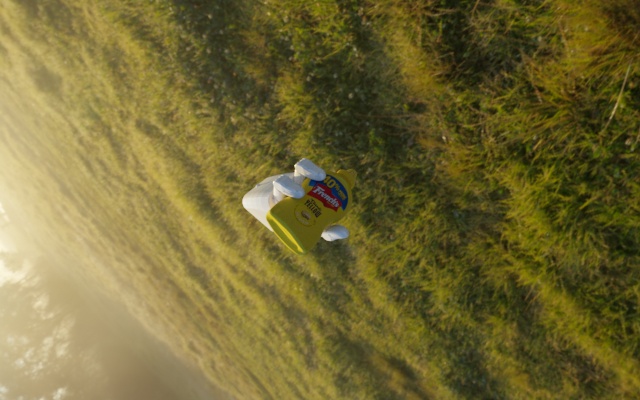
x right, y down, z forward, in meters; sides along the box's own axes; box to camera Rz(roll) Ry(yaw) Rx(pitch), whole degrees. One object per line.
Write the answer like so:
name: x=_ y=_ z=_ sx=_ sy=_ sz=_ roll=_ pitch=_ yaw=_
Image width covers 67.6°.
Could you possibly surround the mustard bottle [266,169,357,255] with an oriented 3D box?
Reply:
mustard bottle: x=0.000 y=0.003 z=0.845 sx=0.191 sy=0.096 sz=0.058 roll=-42 pitch=-2 yaw=-31
